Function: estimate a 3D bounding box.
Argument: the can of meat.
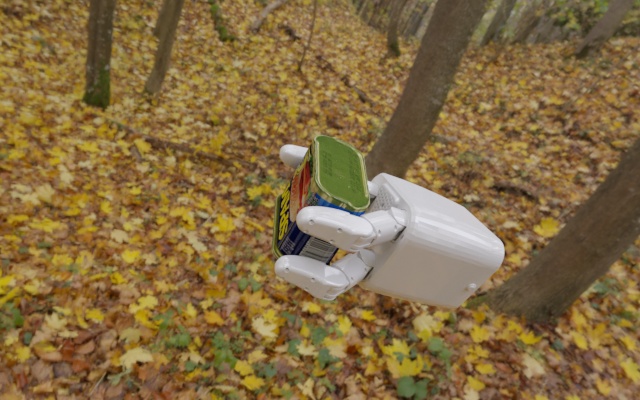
[{"bbox_3d":[0.000,0.001,0.429,0.057,0.084,0.102,21,35,-17],"label":"can of meat"}]
